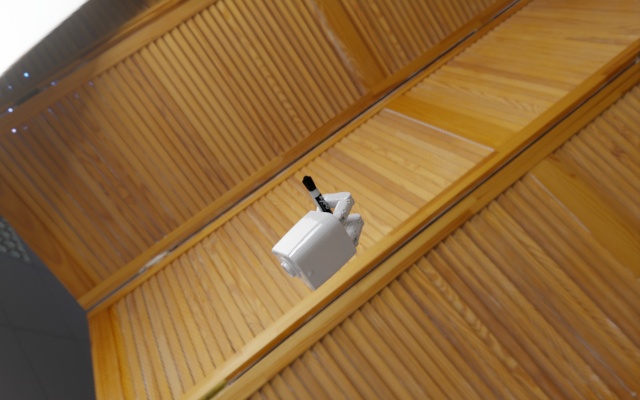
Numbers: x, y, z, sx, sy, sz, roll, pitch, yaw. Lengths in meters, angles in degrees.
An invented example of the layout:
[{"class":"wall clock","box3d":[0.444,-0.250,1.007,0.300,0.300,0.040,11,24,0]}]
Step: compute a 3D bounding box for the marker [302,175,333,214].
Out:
[{"class":"marker","box3d":[0.000,0.003,0.861,0.020,0.121,0.020,-22,34,15]}]
